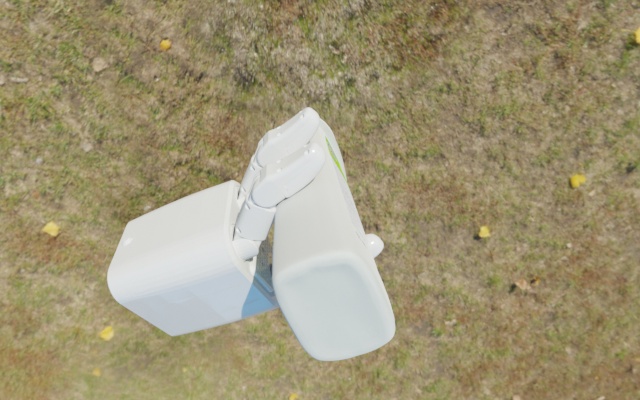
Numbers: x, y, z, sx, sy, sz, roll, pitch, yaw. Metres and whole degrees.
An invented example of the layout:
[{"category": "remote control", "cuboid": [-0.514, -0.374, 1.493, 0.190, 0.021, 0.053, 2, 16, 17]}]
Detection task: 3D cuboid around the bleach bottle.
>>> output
[{"category": "bleach bottle", "cuboid": [0.000, 0.001, 0.408, 0.068, 0.103, 0.250, -19, 34, 7]}]
